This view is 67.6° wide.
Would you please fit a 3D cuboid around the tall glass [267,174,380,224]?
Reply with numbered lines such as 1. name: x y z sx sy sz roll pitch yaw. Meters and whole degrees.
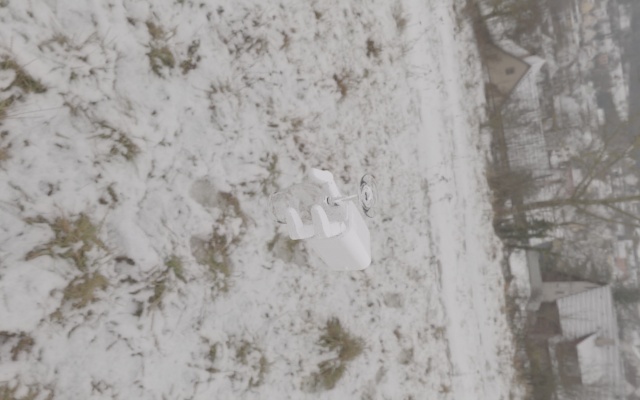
1. tall glass: 0.001 0.003 0.856 0.201 0.079 0.079 -7 -4 32
